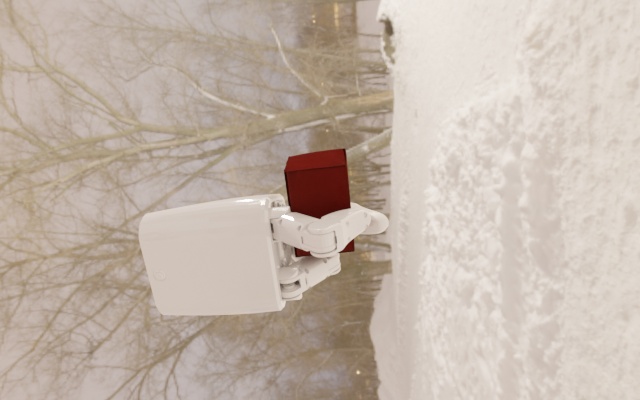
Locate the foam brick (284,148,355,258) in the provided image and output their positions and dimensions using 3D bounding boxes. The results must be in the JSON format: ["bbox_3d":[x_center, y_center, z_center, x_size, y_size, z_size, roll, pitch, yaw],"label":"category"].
[{"bbox_3d":[0.000,0.001,0.407,0.051,0.078,0.053,-5,19,4],"label":"foam brick"}]
